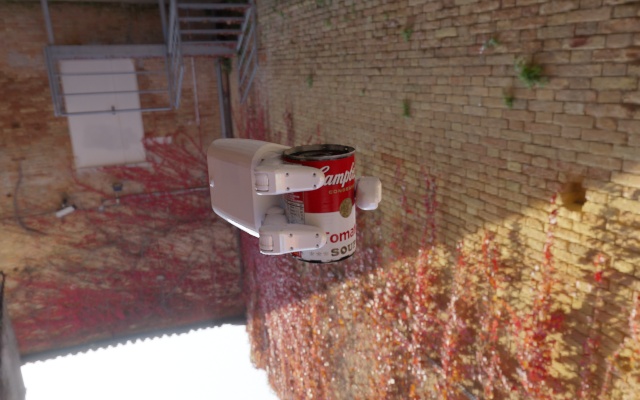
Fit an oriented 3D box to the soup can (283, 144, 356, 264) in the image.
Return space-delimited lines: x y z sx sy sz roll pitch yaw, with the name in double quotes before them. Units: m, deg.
"soup can" 0.000 0.002 0.459 0.068 0.102 0.068 -2 16 1
